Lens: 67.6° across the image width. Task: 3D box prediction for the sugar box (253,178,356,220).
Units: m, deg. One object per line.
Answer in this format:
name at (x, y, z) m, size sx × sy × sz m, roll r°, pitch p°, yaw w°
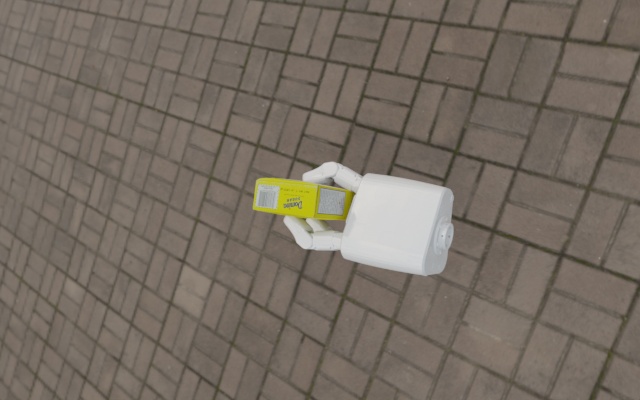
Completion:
sugar box at (0.000, 0.003, 0.641) m, size 0.093 × 0.048 × 0.176 m, roll 7°, pitch -2°, yaw 31°
